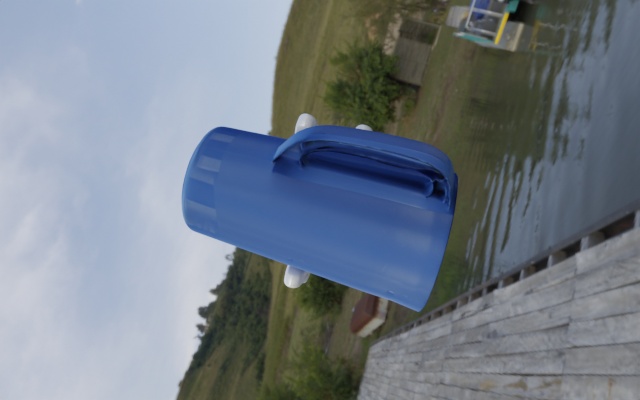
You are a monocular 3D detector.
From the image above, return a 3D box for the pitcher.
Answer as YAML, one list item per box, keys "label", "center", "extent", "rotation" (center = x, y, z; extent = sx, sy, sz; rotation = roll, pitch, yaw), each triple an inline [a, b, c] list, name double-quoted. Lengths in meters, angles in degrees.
- label: "pitcher"
  center: [0.000, 0.002, 0.452]
  extent: [0.243, 0.149, 0.145]
  rotation: [15, 7, 6]
